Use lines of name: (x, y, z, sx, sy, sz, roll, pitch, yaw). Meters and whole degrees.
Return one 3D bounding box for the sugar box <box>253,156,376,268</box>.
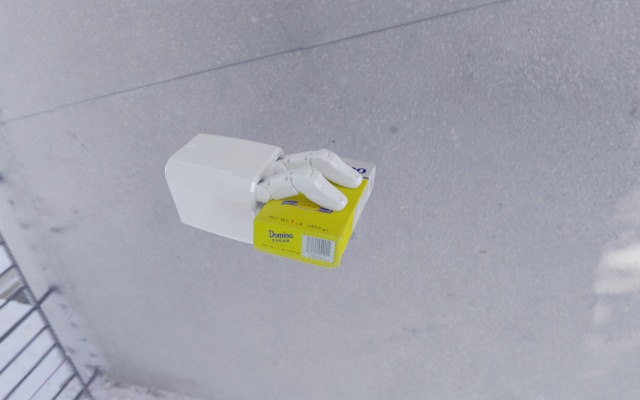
sugar box: (0.000, 0.001, 0.545, 0.093, 0.048, 0.176, 12, 34, 11)
